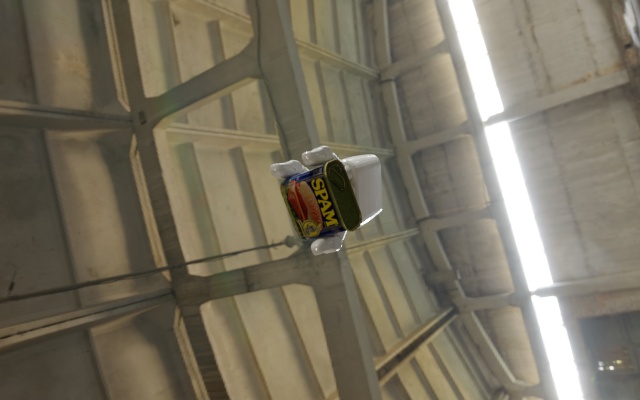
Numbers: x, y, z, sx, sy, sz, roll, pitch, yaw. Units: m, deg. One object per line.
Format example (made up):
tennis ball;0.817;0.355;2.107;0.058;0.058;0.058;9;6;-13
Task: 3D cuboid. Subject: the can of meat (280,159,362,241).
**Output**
can of meat;0.000;0.002;0.685;0.084;0.102;0.057;-17;6;32
